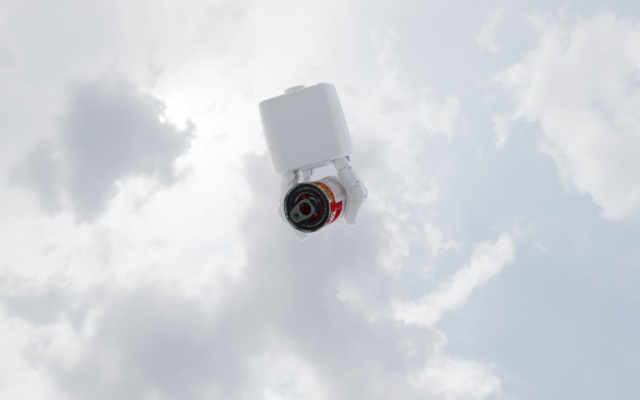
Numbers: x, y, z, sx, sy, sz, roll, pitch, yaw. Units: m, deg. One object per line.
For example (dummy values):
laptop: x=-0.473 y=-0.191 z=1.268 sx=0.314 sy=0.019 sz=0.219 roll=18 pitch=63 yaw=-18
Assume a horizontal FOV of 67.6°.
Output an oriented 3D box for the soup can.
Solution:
soup can: x=0.000 y=0.003 z=0.675 sx=0.068 sy=0.068 sz=0.102 roll=0 pitch=8 yaw=23
